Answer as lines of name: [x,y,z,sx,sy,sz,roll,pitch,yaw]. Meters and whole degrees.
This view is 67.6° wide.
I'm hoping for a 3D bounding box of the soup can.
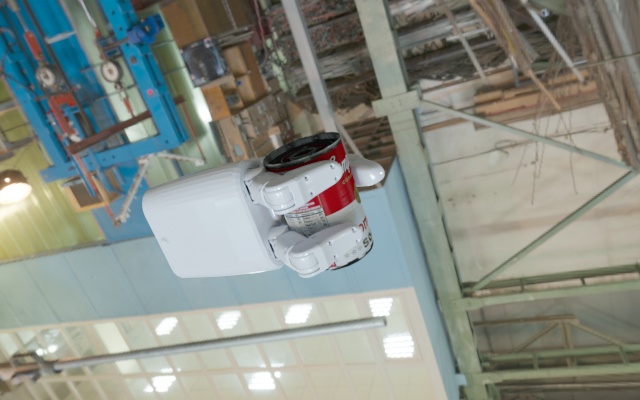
soup can: [0.001,0.001,0.409,0.068,0.102,0.068,-17,20,6]
